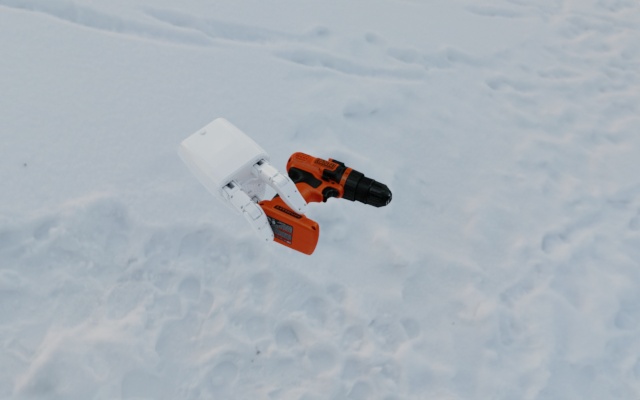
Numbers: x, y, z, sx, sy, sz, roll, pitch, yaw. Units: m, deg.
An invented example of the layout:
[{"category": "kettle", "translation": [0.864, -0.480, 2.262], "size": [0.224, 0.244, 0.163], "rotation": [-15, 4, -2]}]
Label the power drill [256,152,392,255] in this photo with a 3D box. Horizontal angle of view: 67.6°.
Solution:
[{"category": "power drill", "translation": [0.000, 0.002, 0.733], "size": [0.184, 0.057, 0.187], "rotation": [20, 38, 18]}]
